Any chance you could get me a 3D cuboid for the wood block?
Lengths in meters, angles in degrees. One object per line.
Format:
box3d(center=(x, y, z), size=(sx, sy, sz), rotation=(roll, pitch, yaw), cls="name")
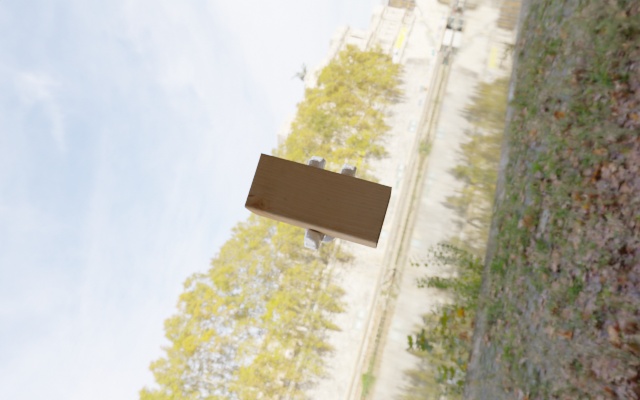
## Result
box3d(center=(0.000, 0.003, 0.748), size=(0.206, 0.091, 0.090), rotation=(15, -8, 9), cls="wood block")
